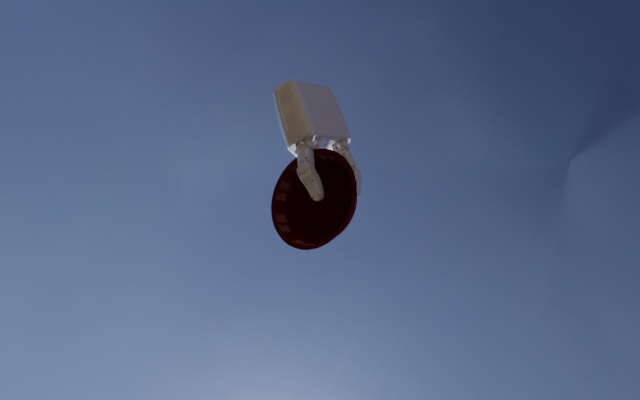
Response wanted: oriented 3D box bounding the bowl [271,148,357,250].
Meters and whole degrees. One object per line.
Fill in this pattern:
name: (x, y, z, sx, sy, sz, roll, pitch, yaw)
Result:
bowl: (0.000, 0.004, 0.755, 0.162, 0.162, 0.055, 0, -15, 36)
